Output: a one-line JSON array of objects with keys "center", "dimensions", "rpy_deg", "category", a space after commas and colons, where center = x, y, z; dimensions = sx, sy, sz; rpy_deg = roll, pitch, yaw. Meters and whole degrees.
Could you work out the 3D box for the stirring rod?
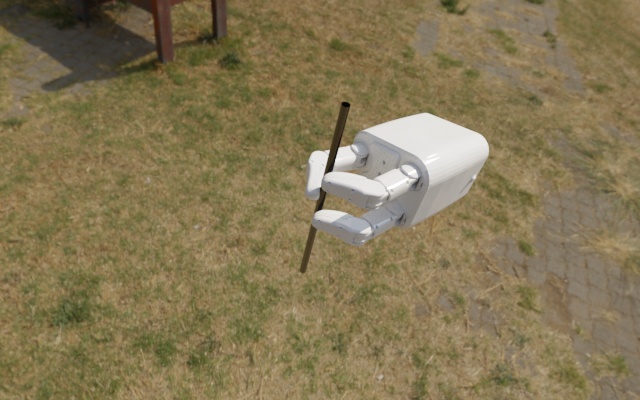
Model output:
[{"center": [0.000, 0.002, 0.486], "dimensions": [0.011, 0.011, 0.240], "rpy_deg": [0, -43, -14], "category": "stirring rod"}]
